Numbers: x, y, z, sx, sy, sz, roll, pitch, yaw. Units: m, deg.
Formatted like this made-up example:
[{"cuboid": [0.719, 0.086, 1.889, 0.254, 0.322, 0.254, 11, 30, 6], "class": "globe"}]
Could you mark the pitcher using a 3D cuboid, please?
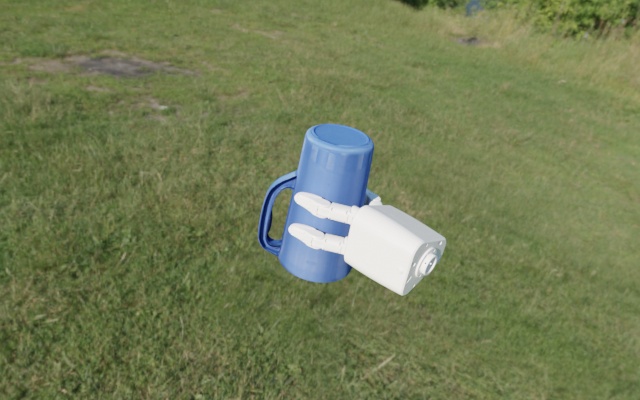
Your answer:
[{"cuboid": [0.000, 0.003, 0.785, 0.145, 0.243, 0.149, 32, 35, 34], "class": "pitcher"}]
